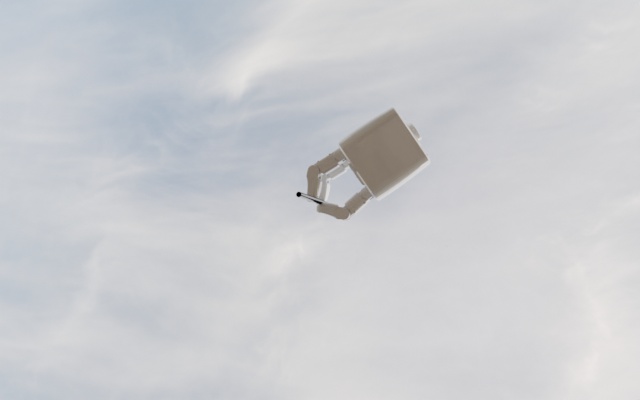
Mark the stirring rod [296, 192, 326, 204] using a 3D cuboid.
[{"bbox_3d":[0.000,0.003,0.785,0.011,0.011,0.239,0,-5,15],"label":"stirring rod"}]
